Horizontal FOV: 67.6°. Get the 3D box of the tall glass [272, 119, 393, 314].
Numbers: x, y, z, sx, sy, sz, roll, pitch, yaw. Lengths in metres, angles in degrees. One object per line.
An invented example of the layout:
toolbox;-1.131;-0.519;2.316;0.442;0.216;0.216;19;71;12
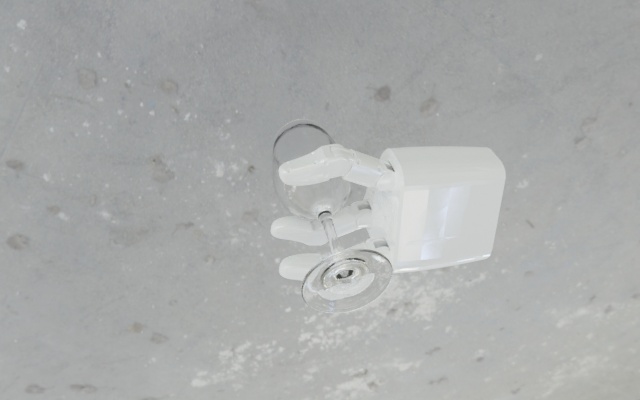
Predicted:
tall glass;0.000;0.002;0.445;0.079;0.079;0.201;0;40;-17
